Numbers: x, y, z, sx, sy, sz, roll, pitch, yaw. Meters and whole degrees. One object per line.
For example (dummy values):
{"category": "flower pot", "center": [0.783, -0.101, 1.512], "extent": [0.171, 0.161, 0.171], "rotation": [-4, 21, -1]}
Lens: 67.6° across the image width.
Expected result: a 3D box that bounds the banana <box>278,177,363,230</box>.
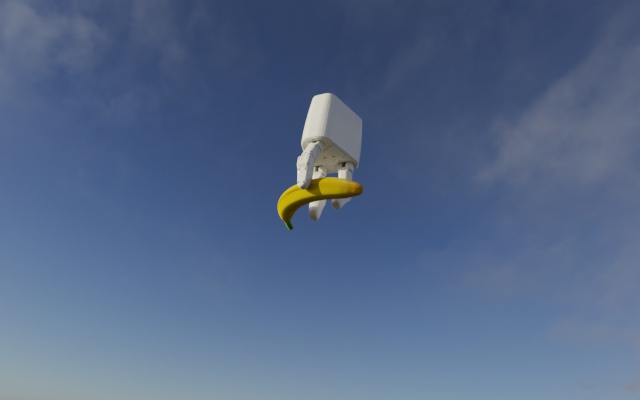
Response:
{"category": "banana", "center": [-0.016, -0.005, 0.808], "extent": [0.070, 0.037, 0.198], "rotation": [32, -37, -28]}
